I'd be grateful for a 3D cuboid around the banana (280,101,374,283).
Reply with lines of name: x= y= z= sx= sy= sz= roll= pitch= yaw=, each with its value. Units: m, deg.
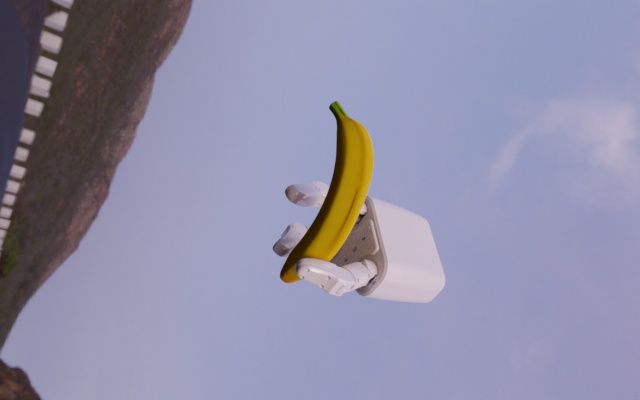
banana: x=0.011 y=0.004 z=0.481 sx=0.037 sy=0.198 sz=0.069 roll=12 pitch=10 yaw=-38
